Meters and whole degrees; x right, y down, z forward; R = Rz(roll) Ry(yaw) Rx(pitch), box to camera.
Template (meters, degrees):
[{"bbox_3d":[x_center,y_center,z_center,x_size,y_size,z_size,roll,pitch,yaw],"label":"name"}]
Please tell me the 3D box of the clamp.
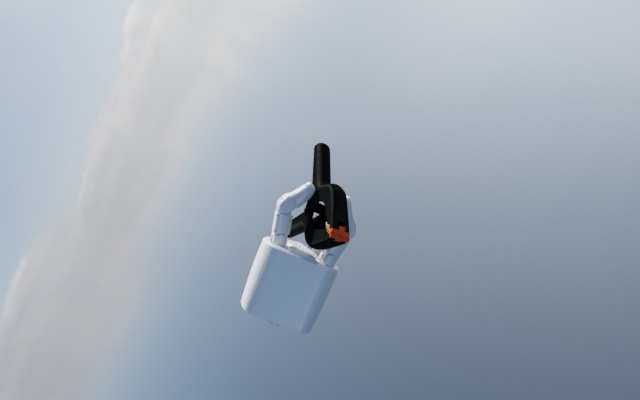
[{"bbox_3d":[-0.001,0.002,0.690,0.036,0.164,0.210,17,6,-21],"label":"clamp"}]
